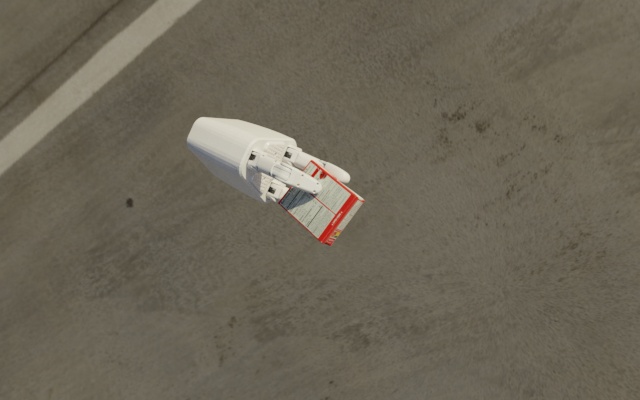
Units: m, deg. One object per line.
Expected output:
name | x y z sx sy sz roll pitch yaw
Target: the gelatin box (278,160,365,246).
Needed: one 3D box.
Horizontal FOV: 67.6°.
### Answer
gelatin box | 0.000 0.002 0.608 0.089 0.073 0.030 40 7 30
